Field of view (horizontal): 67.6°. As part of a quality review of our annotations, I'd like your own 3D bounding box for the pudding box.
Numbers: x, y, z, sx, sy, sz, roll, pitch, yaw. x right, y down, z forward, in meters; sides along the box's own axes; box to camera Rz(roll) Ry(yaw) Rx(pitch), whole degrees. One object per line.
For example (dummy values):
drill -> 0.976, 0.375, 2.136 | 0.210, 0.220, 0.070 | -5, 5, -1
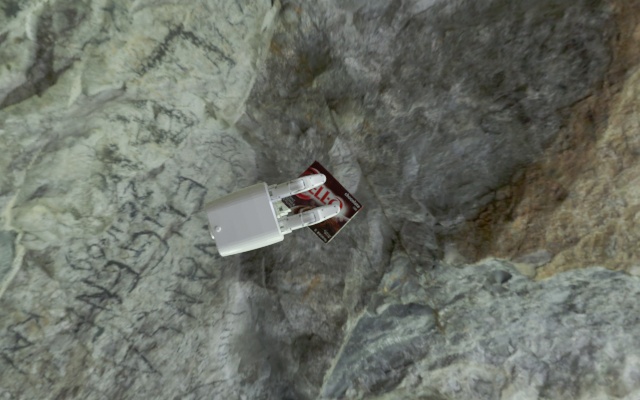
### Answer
pudding box -> 0.000, 0.003, 0.802 | 0.113, 0.090, 0.039 | 44, -2, -3
